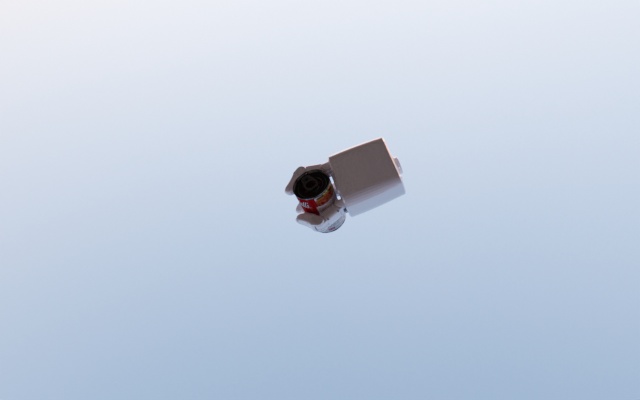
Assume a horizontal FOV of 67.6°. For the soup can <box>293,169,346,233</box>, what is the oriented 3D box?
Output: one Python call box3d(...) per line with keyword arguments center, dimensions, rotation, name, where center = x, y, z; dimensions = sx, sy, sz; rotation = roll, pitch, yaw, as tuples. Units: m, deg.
box3d(center=(0.000, 0.003, 0.852), dimensions=(0.068, 0.068, 0.102), rotation=(0, -39, 24), name="soup can")
